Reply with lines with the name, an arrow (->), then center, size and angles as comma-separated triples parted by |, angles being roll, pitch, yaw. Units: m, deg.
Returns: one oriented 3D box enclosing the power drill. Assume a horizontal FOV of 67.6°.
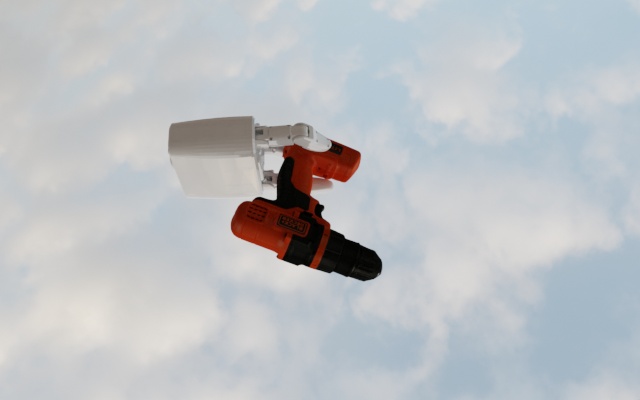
power drill -> 0.000, 0.002, 0.601 | 0.184, 0.187, 0.057 | 22, -44, -6
